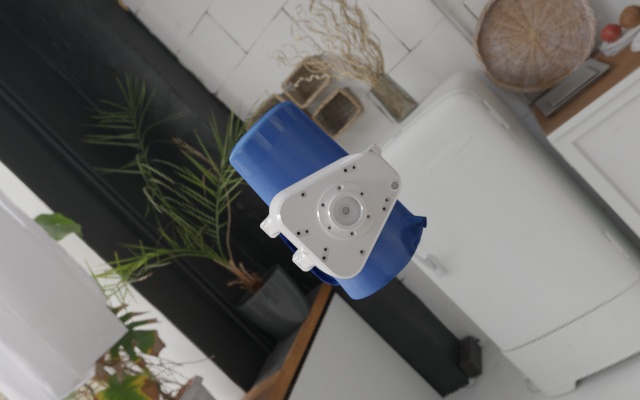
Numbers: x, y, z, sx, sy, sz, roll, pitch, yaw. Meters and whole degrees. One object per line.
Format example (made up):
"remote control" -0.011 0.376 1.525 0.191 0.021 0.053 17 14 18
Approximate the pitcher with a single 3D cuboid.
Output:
"pitcher" 0.000 0.002 0.605 0.243 0.149 0.145 45 -3 -5
